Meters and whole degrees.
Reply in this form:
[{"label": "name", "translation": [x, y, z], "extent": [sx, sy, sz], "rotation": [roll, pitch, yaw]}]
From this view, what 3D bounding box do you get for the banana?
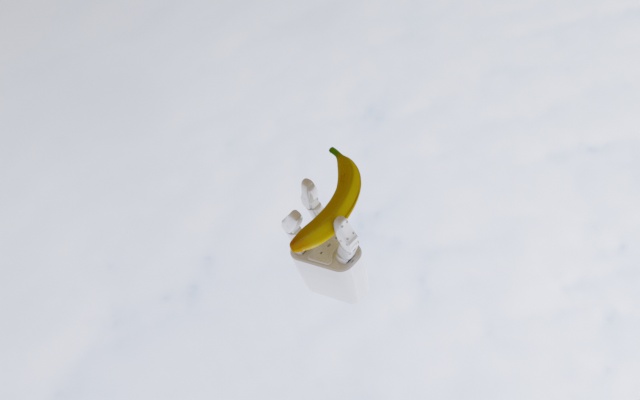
[{"label": "banana", "translation": [0.019, 0.003, 0.711], "extent": [0.069, 0.197, 0.037], "rotation": [9, -37, 19]}]
